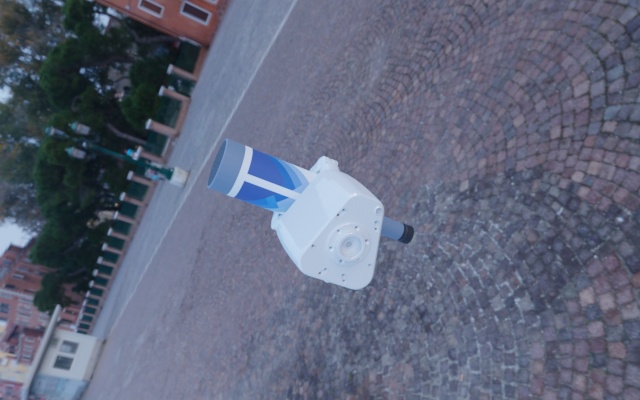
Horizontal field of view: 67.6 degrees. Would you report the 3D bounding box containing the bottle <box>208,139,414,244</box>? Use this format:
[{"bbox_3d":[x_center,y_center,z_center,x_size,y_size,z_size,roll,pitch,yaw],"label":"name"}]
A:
[{"bbox_3d":[0.000,0.002,0.646,0.296,0.069,0.069,21,-8,-21],"label":"bottle"}]
